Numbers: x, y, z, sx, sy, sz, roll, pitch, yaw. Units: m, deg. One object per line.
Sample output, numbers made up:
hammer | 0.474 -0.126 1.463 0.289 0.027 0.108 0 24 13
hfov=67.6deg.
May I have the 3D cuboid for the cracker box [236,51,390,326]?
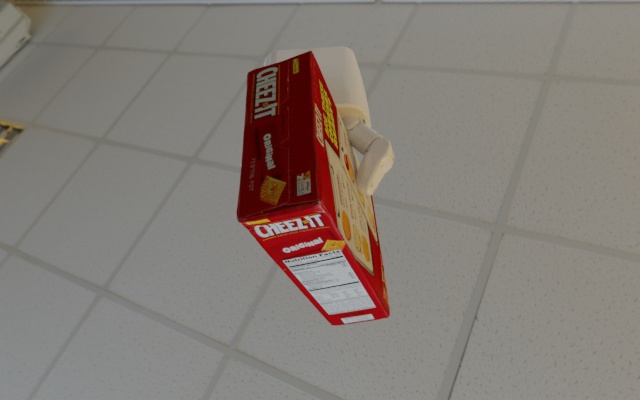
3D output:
cracker box | 0.000 0.002 0.448 0.072 0.164 0.214 -14 -38 14
